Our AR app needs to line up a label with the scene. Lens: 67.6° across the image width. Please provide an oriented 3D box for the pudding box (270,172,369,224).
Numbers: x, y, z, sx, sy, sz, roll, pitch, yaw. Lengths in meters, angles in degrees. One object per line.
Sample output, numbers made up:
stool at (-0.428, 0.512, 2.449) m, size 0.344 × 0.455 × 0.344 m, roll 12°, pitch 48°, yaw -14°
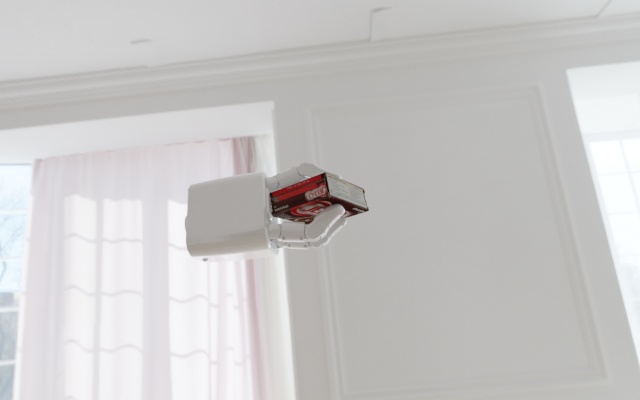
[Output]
pudding box at (0.000, 0.002, 0.647) m, size 0.090 × 0.039 × 0.113 m, roll -18°, pitch -17°, yaw 28°
